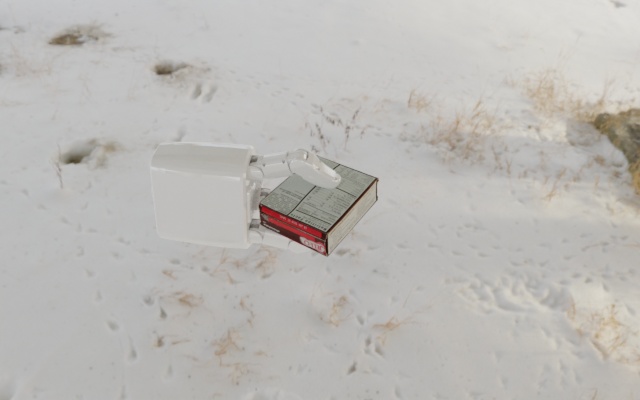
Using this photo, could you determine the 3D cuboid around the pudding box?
[{"bbox_3d":[0.000,0.002,0.532,0.090,0.039,0.113,24,48,25],"label":"pudding box"}]
